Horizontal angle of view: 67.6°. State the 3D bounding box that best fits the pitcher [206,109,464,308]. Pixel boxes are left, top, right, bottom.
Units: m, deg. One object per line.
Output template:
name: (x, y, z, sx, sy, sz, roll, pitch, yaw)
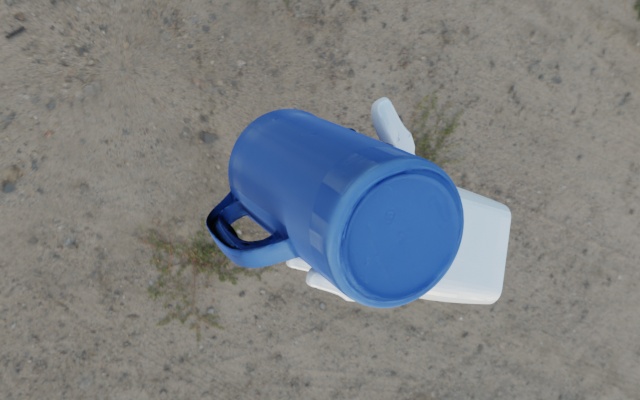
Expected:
pitcher: (0.000, 0.001, 0.419, 0.145, 0.149, 0.242, 15, 8, -26)
